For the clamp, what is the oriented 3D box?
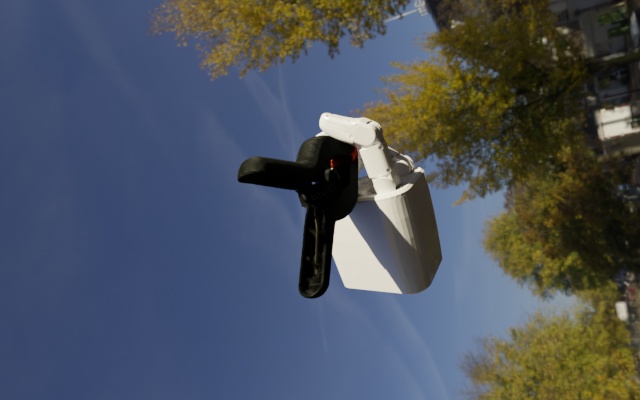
[{"bbox_3d":[0.000,0.001,0.415,0.039,0.120,0.171,-9,15,30],"label":"clamp"}]
